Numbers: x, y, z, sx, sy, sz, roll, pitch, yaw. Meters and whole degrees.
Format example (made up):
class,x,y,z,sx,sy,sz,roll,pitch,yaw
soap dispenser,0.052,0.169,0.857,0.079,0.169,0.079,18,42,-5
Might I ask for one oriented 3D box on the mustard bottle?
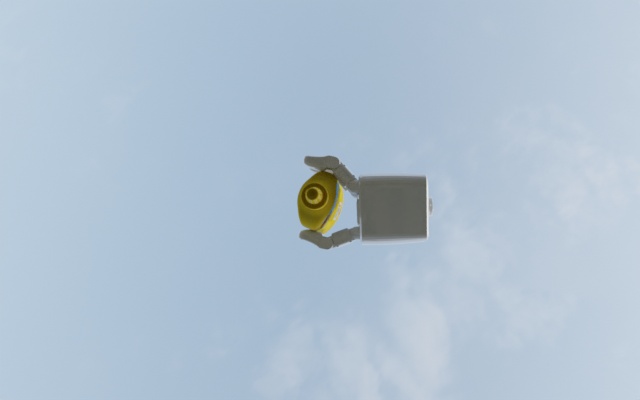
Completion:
class,x,y,z,sx,sy,sz,roll,pitch,yaw
mustard bottle,0.000,0.003,0.780,0.058,0.096,0.191,22,-4,8
